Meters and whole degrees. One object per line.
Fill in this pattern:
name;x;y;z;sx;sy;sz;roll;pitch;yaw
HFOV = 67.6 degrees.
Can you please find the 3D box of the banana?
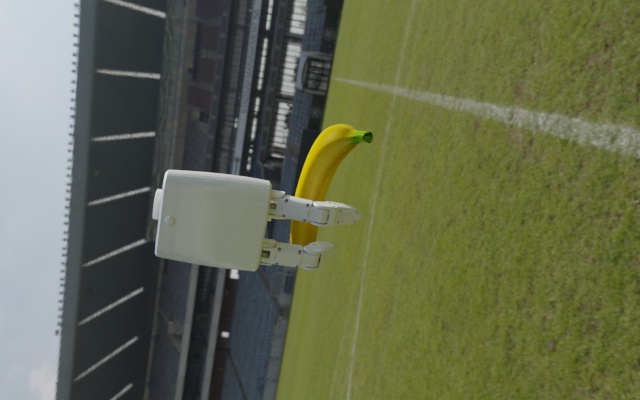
banana;-0.003;-0.013;0.541;0.037;0.198;0.069;8;38;-22
